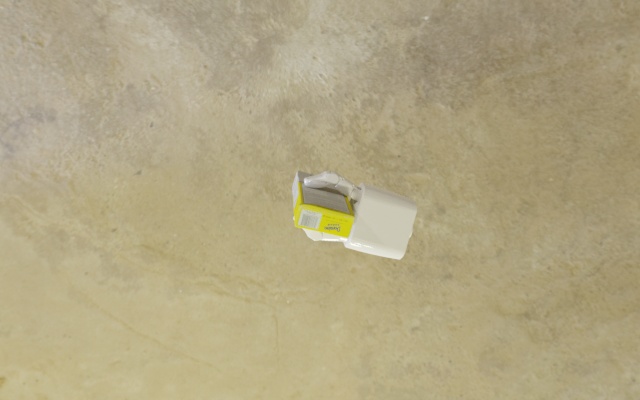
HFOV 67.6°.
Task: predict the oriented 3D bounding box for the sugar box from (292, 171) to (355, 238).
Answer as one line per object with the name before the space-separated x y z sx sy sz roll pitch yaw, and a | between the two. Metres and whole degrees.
sugar box | 0.000 0.003 0.835 0.093 0.048 0.176 14 17 -9
